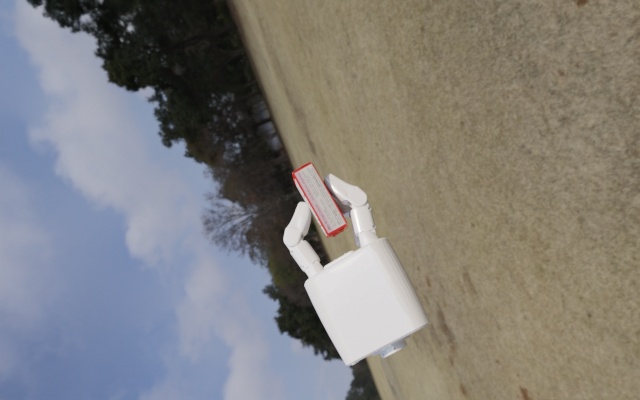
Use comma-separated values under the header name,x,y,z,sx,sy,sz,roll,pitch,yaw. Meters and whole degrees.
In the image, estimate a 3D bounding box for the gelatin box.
name,x,y,z,sx,sy,sz,roll,pitch,yaw
gelatin box,0.000,0.002,0.583,0.030,0.089,0.073,-30,-5,-3
